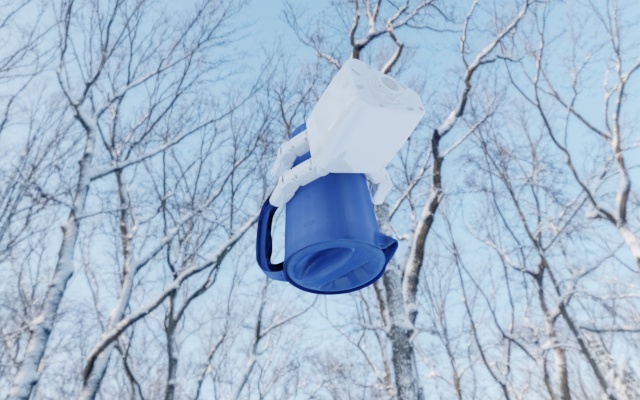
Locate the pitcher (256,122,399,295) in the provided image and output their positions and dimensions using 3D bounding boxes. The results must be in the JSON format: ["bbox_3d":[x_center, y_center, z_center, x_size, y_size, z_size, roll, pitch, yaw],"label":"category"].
[{"bbox_3d":[0.000,0.002,0.677,0.149,0.242,0.145,15,-44,-24],"label":"pitcher"}]
